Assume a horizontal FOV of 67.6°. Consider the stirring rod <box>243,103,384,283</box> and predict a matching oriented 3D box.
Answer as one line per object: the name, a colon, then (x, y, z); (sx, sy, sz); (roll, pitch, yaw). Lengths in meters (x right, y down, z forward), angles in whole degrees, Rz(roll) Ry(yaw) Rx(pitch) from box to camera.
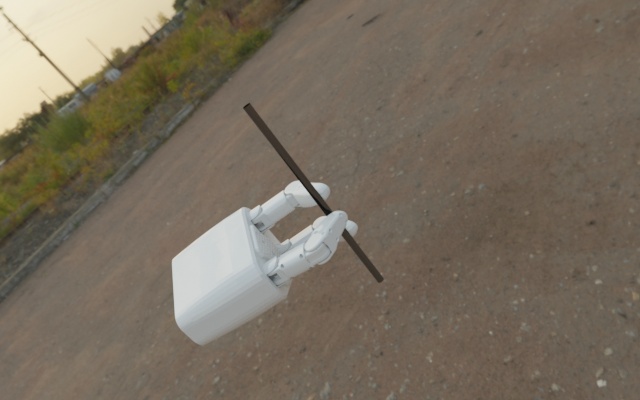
stirring rod: (0.000, 0.002, 0.479); (0.011, 0.240, 0.011); (-30, 26, 16)
